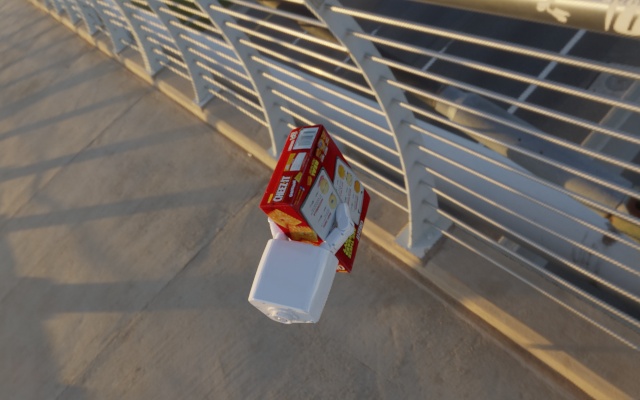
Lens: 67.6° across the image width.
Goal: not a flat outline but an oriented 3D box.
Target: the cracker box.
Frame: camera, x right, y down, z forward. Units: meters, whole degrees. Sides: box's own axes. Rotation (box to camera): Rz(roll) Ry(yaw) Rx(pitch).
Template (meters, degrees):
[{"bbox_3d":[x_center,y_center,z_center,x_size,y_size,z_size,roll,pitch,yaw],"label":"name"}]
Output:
[{"bbox_3d":[0.000,0.003,0.819,0.072,0.164,0.214,-2,-35,31],"label":"cracker box"}]
